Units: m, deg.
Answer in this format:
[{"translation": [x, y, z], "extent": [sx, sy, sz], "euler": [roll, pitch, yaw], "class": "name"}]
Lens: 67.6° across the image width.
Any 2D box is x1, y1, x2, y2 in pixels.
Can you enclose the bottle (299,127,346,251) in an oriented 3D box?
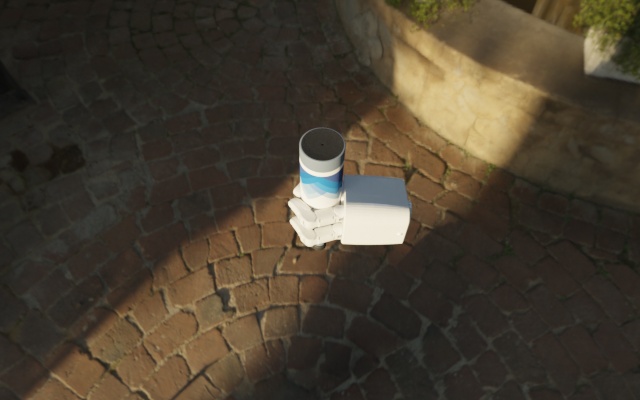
[{"translation": [0.000, 0.002, 0.803], "extent": [0.069, 0.069, 0.296], "euler": [0, -34, -1], "class": "bottle"}]
